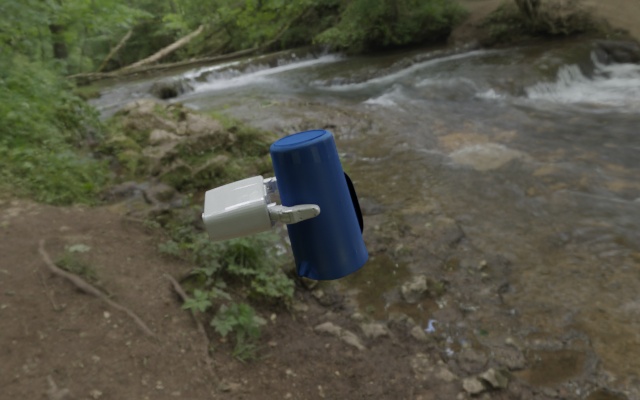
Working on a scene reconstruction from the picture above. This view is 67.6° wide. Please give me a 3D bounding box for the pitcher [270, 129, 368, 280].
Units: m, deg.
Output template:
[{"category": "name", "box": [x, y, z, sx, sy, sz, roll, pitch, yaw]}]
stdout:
[{"category": "pitcher", "box": [0.000, 0.003, 0.832, 0.145, 0.243, 0.149, -14, 18, -1]}]
